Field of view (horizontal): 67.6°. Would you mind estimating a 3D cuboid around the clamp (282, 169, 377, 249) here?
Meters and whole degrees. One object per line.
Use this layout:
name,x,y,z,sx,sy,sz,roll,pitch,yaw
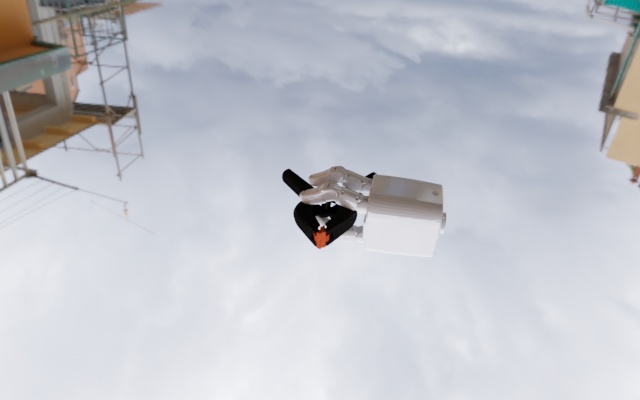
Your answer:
clamp,0.000,0.003,0.740,0.164,0.036,0.210,5,30,11
